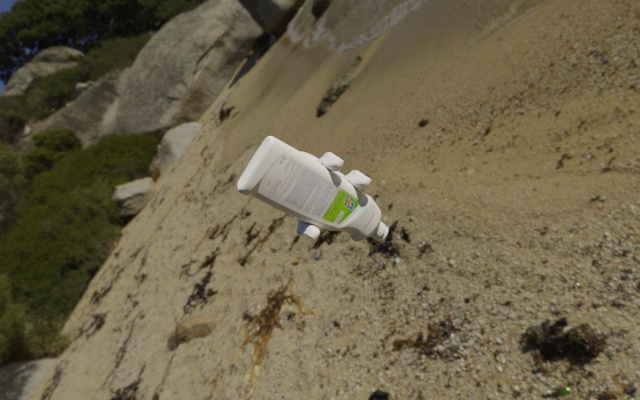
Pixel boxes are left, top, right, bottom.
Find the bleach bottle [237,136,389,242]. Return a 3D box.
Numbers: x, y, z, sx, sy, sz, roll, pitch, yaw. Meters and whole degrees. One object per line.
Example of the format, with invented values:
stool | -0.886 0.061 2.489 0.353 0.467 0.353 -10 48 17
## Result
bleach bottle | 0.000 0.002 0.764 0.251 0.102 0.068 31 5 -20
